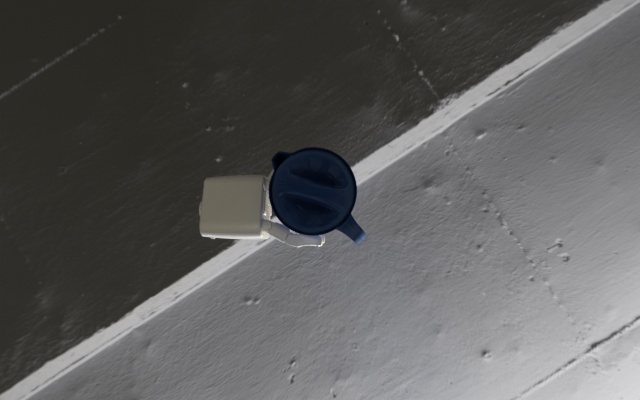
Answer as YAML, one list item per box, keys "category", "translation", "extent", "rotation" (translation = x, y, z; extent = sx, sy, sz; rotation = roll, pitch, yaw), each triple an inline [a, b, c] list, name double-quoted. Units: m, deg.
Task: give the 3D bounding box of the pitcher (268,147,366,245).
- category: "pitcher"
  translation: [0.000, 0.003, 0.824]
  extent: [0.145, 0.149, 0.243]
  rotation: [-2, -5, 2]
